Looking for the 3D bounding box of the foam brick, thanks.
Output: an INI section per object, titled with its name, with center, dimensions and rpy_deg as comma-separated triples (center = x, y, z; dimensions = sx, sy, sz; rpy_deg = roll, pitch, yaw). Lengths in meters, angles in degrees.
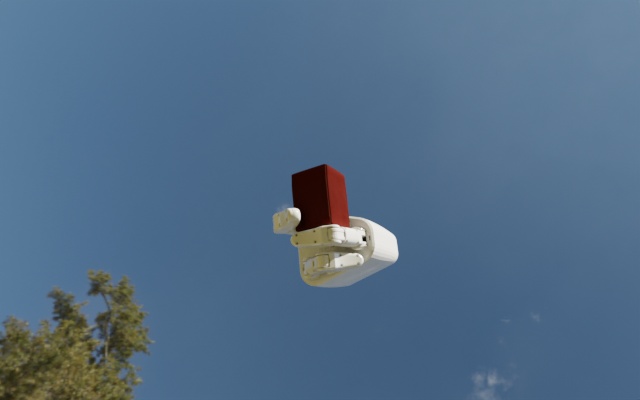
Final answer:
[foam brick]
center = 0.000, 0.002, 0.605
dimensions = 0.053, 0.078, 0.051
rpy_deg = -14, -18, 28
